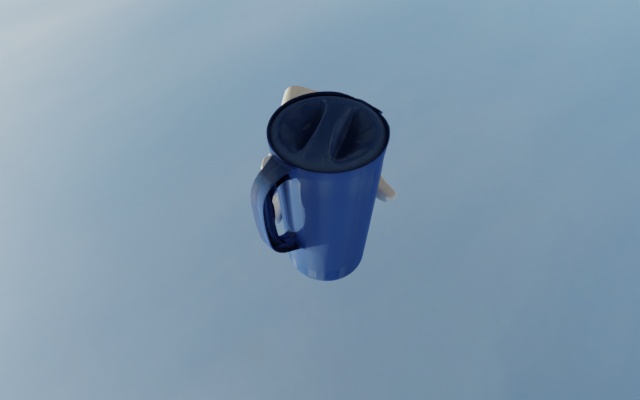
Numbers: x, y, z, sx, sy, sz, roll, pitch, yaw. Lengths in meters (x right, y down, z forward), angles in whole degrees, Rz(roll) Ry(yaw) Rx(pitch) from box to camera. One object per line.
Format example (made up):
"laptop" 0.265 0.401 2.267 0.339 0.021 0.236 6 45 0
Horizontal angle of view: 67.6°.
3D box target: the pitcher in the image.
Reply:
"pitcher" 0.000 0.002 0.597 0.149 0.145 0.243 0 -41 -1
